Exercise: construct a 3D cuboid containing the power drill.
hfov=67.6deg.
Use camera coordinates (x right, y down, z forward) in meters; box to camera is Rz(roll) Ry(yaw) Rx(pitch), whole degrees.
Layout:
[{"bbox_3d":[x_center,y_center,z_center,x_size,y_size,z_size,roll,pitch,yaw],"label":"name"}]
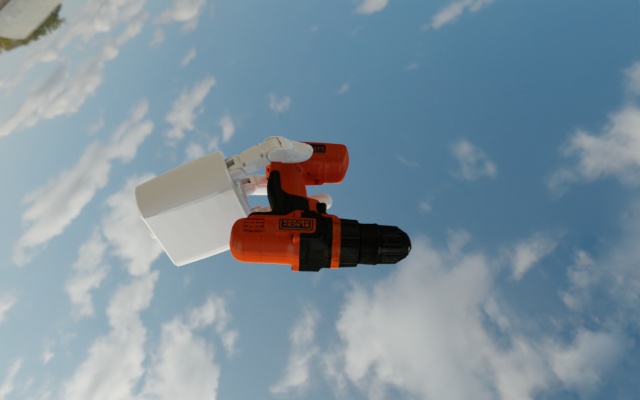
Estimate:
[{"bbox_3d":[0.000,0.002,0.541,0.184,0.057,0.187,3,35,-3],"label":"power drill"}]
